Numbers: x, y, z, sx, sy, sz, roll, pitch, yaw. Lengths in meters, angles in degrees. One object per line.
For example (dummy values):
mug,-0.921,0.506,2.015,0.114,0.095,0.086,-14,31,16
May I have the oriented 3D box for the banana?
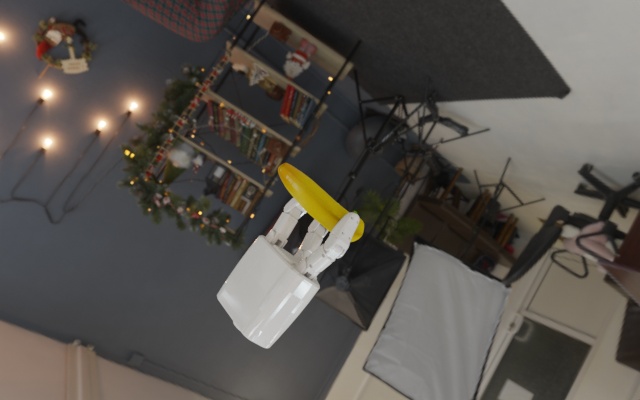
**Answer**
banana,0.012,0.014,0.635,0.069,0.037,0.198,48,7,37
